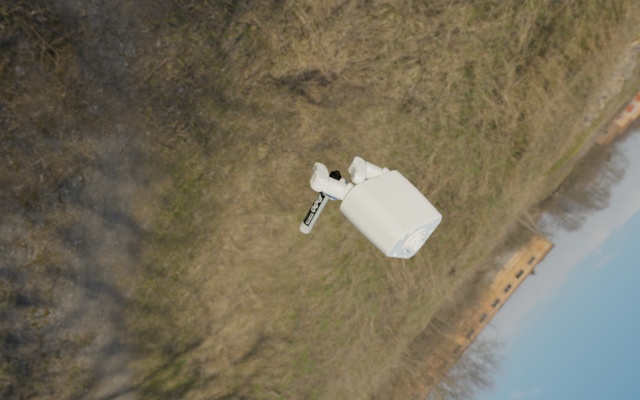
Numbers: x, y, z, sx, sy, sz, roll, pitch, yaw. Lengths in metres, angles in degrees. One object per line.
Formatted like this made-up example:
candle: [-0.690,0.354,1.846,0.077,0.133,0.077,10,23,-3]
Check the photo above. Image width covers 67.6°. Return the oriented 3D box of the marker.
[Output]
marker: [0.000,0.002,0.746,0.020,0.121,0.020,22,30,-14]
